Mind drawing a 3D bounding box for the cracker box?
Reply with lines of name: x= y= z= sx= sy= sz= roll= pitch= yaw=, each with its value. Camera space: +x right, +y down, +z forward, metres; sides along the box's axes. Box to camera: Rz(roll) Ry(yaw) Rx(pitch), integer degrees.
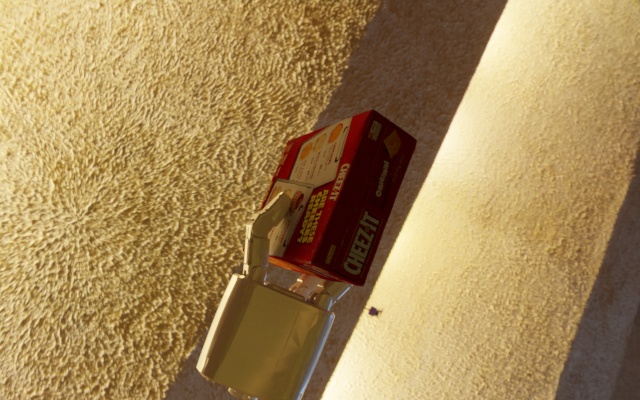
cracker box: x=0.000 y=0.002 z=0.550 sx=0.072 sy=0.164 sz=0.213 roll=27 pitch=-14 yaw=-23
